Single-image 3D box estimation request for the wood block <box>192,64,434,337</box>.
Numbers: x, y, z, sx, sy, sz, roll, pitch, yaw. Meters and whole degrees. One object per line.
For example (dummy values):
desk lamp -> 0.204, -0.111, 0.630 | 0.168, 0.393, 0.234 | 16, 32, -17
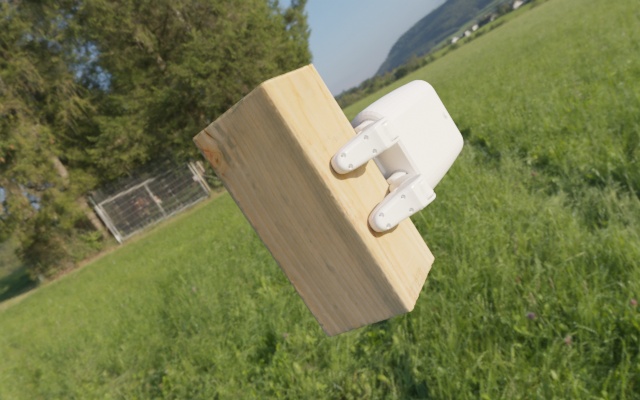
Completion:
wood block -> 0.000, 0.001, 0.414 | 0.091, 0.206, 0.090 | -28, 9, 34
